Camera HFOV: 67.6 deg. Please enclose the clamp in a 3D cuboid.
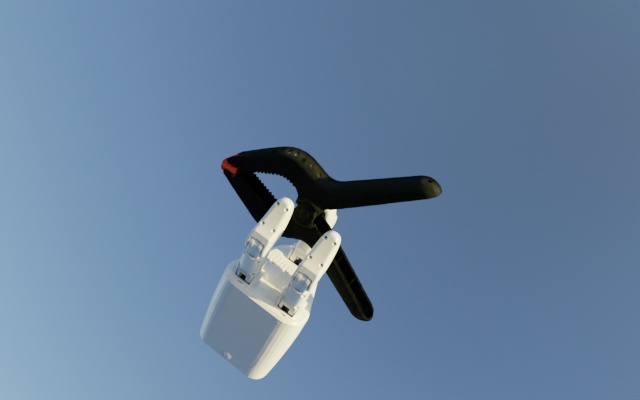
[{"bbox_3d":[0.000,0.001,0.460,0.210,0.165,0.036,36,29,10],"label":"clamp"}]
